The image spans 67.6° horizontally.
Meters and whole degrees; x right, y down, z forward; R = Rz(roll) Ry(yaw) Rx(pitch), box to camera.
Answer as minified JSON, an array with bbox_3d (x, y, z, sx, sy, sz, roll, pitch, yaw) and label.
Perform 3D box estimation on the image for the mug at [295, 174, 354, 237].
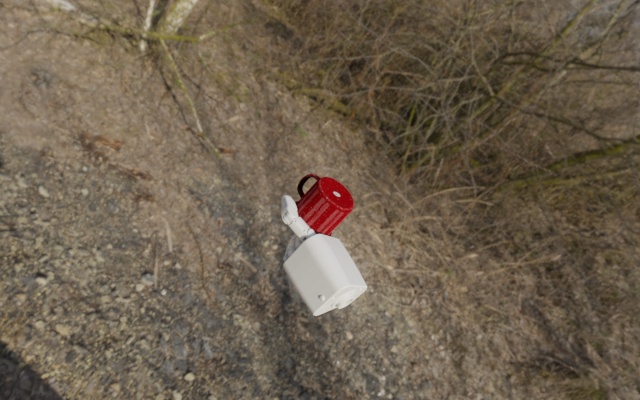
[{"bbox_3d":[0.000,0.002,0.861,0.093,0.117,0.081,-1,-39,-50],"label":"mug"}]
